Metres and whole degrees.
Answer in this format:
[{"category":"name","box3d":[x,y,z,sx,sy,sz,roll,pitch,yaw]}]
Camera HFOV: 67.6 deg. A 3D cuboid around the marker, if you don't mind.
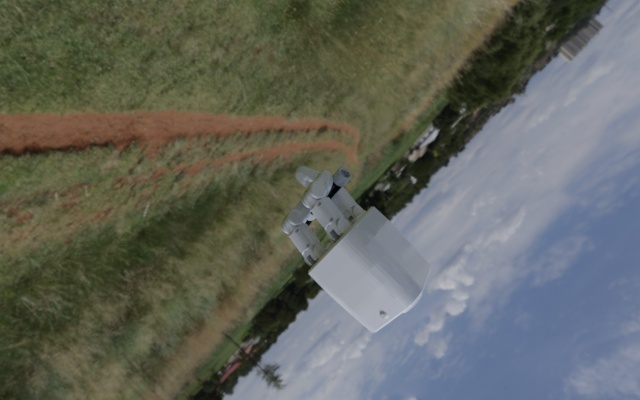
[{"category":"marker","box3d":[0.000,0.002,0.607,0.020,0.020,0.121,0,-35,-37]}]
